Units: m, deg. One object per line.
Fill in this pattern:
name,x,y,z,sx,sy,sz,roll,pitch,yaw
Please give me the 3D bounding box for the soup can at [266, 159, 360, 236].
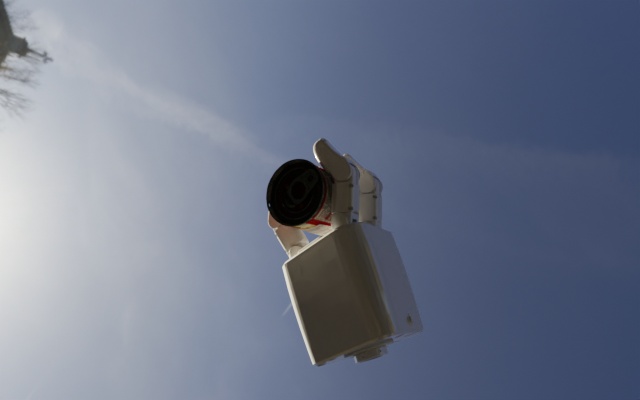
soup can,0.000,0.001,0.507,0.068,0.068,0.102,0,-11,32
